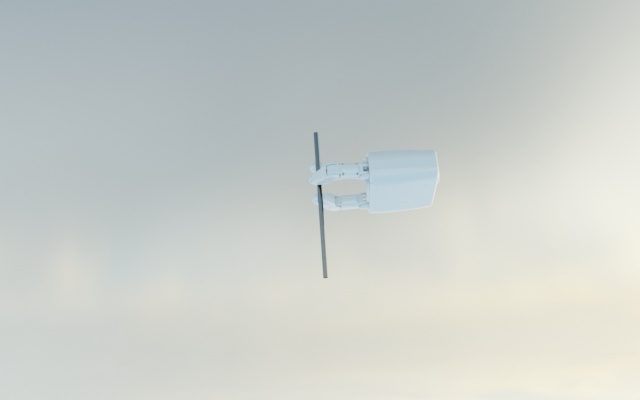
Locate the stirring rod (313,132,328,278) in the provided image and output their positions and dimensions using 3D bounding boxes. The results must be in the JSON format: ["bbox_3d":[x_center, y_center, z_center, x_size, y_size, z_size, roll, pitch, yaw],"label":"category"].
[{"bbox_3d":[0.000,0.002,0.758,0.011,0.239,0.011,-4,-17,-1],"label":"stirring rod"}]
